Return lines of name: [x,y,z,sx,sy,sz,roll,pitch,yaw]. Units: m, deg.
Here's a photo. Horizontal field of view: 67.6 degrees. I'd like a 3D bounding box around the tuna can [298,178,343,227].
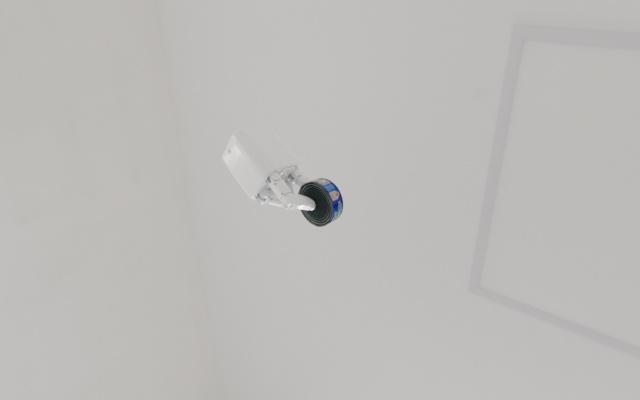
tuna can: [0.001,0.003,0.875,0.086,0.086,0.033,0,18,45]
